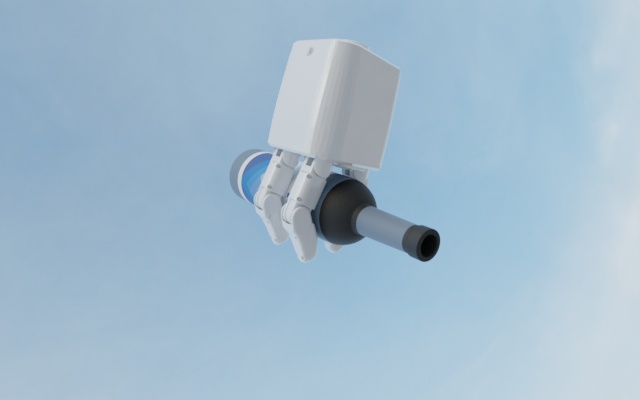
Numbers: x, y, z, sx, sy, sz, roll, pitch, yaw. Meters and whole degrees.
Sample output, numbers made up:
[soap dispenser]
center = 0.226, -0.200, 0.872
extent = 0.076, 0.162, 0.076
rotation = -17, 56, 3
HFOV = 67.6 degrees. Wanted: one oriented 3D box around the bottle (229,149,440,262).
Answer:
[bottle]
center = 0.000, 0.002, 0.489
extent = 0.069, 0.069, 0.295
rotation = 0, 13, -37
